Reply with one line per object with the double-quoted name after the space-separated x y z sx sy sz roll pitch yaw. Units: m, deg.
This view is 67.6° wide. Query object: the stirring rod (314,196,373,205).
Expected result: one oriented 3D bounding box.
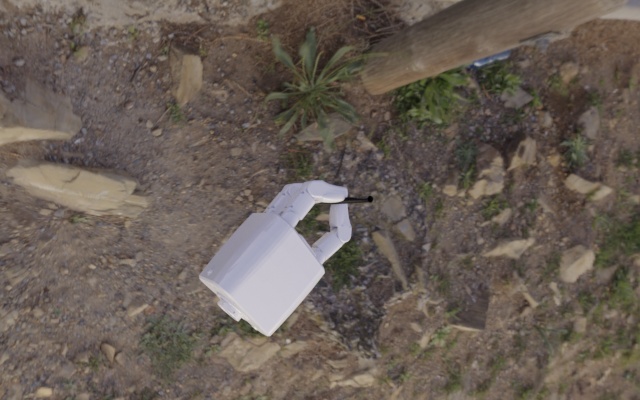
0.000 0.002 0.653 0.011 0.011 0.239 0 -2 -28 "stirring rod"
